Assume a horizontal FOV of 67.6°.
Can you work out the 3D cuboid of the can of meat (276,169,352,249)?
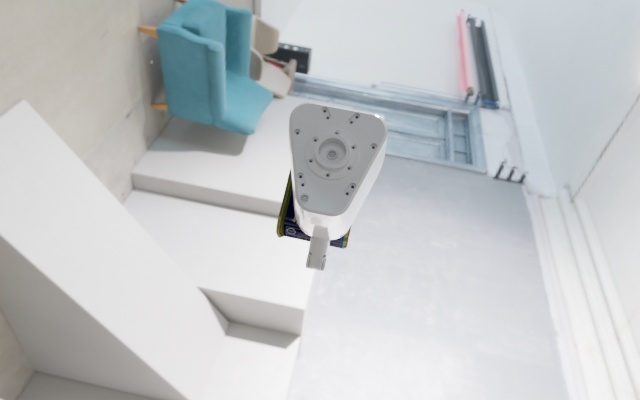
[{"bbox_3d":[0.000,0.002,0.574,0.084,0.102,0.057,12,-16,3],"label":"can of meat"}]
